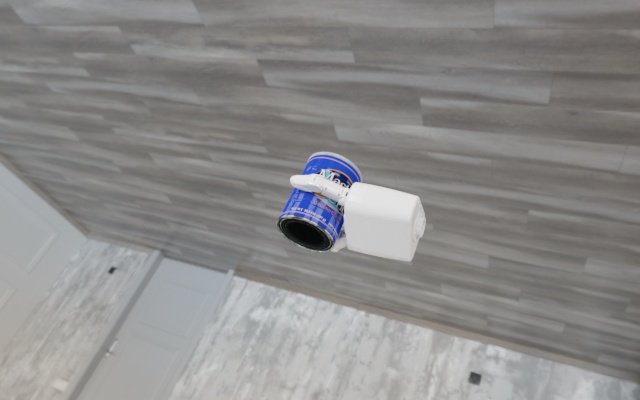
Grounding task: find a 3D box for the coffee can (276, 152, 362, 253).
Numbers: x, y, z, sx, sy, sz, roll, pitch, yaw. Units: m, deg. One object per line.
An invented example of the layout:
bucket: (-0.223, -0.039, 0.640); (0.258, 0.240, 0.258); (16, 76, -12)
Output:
coffee can: (0.000, 0.002, 0.810); (0.103, 0.140, 0.103); (19, -31, 12)
